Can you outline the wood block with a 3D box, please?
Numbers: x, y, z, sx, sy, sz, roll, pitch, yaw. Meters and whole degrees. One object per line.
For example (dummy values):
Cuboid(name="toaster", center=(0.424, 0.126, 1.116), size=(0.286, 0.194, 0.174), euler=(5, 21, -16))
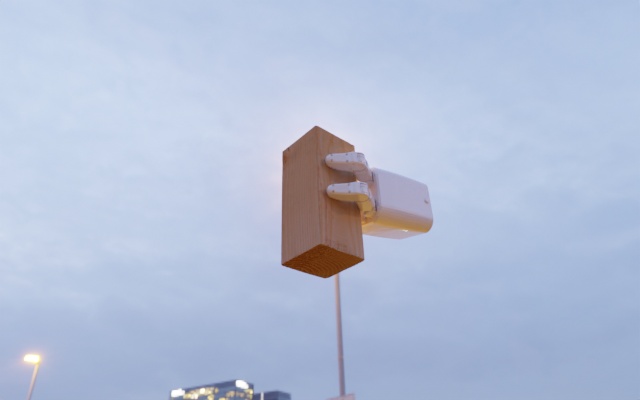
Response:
Cuboid(name="wood block", center=(0.000, 0.003, 0.739), size=(0.090, 0.206, 0.091), euler=(23, -40, -34))
